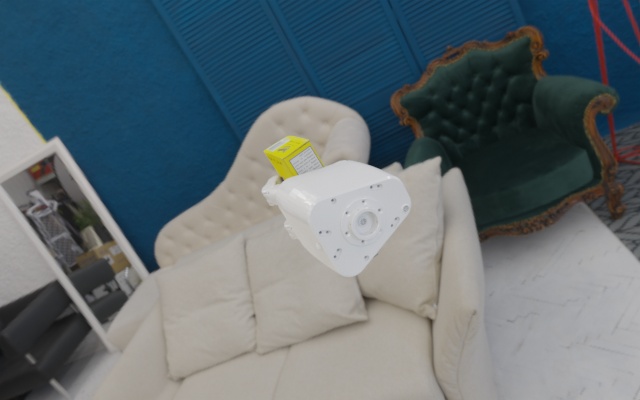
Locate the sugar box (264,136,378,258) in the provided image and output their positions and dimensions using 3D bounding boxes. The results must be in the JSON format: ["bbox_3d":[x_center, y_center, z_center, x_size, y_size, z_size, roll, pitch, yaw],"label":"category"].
[{"bbox_3d":[0.000,0.002,0.614,0.048,0.176,0.093,-34,21,-11],"label":"sugar box"}]
